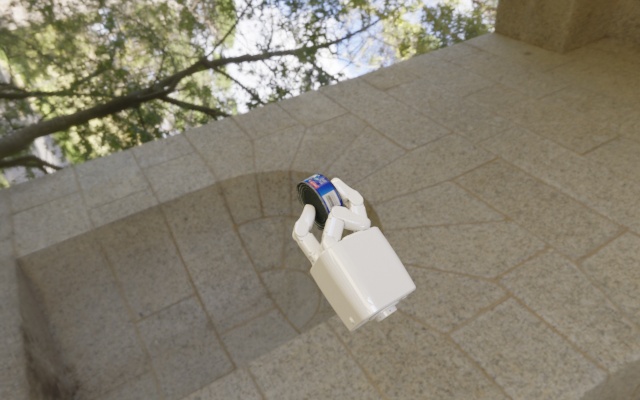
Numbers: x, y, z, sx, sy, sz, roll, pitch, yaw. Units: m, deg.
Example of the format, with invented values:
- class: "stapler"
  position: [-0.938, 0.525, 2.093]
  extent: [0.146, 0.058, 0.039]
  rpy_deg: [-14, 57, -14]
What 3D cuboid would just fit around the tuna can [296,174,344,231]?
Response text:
- class: "tuna can"
  position: [0.001, 0.002, 0.745]
  extent: [0.033, 0.086, 0.086]
  rpy_deg: [-29, 12, -23]
